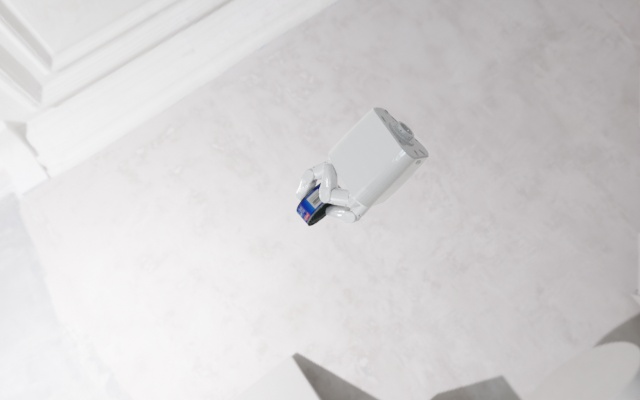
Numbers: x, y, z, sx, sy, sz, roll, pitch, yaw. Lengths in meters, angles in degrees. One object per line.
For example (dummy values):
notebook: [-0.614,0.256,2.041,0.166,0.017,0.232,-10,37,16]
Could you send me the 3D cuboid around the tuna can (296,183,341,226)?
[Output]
tuna can: [0.000,0.002,0.809,0.086,0.033,0.086,-40,-13,-11]
